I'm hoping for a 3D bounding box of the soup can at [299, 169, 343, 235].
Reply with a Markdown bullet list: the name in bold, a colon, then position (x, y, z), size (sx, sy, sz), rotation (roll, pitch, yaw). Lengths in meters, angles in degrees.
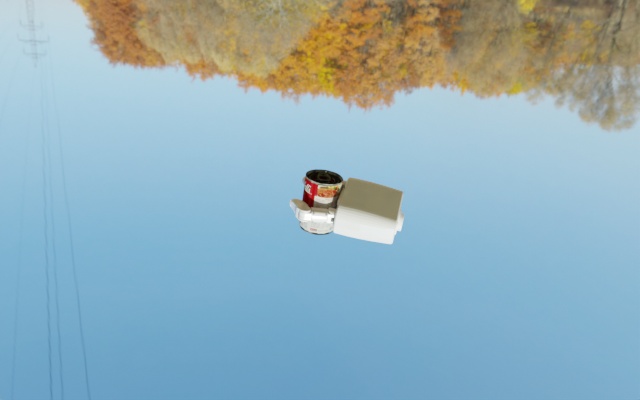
- **soup can**: position (0.000, 0.003, 0.867), size (0.068, 0.102, 0.068), rotation (7, 25, -3)
